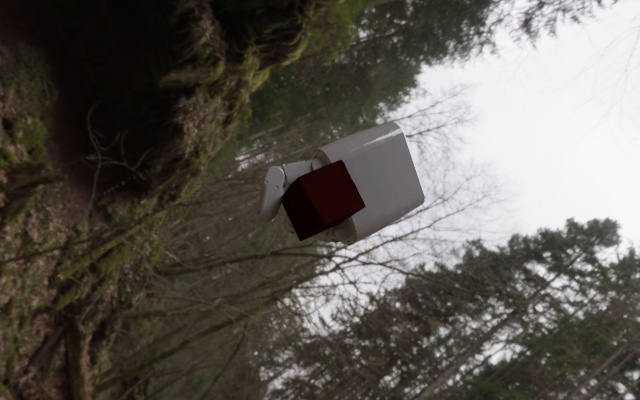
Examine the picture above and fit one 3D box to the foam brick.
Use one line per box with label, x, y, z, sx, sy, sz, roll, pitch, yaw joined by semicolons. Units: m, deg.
foam brick;0.000;0.002;0.478;0.051;0.053;0.078;-23;-6;-22
